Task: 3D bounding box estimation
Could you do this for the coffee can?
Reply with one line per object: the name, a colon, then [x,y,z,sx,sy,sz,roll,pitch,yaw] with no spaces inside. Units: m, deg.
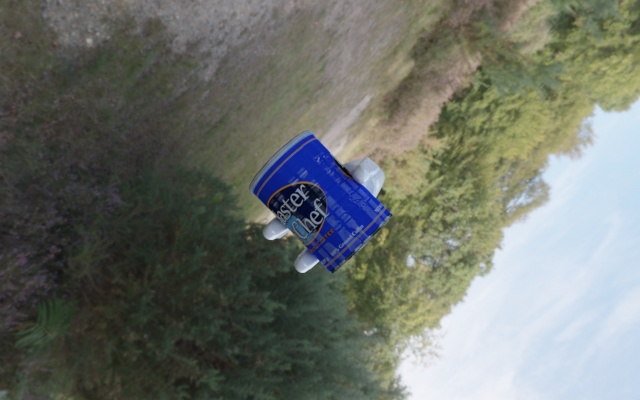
coffee can: [0.000,0.002,0.568,0.103,0.140,0.103,-44,-4,-4]
